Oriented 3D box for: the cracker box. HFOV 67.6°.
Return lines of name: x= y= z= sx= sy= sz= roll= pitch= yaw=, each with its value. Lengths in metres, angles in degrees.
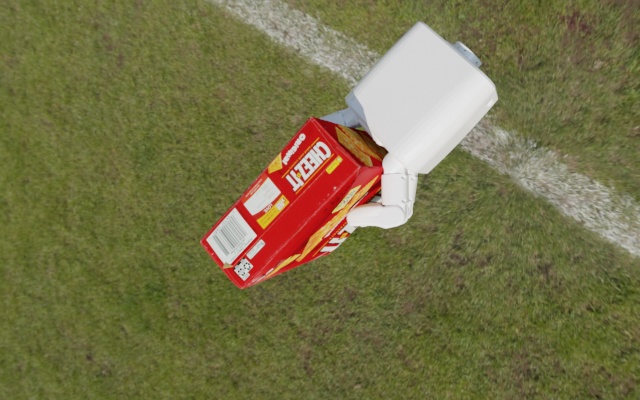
cracker box: x=0.000 y=0.002 z=0.511 sx=0.164 sy=0.072 sz=0.213 roll=-46 pitch=-14 yaw=18
